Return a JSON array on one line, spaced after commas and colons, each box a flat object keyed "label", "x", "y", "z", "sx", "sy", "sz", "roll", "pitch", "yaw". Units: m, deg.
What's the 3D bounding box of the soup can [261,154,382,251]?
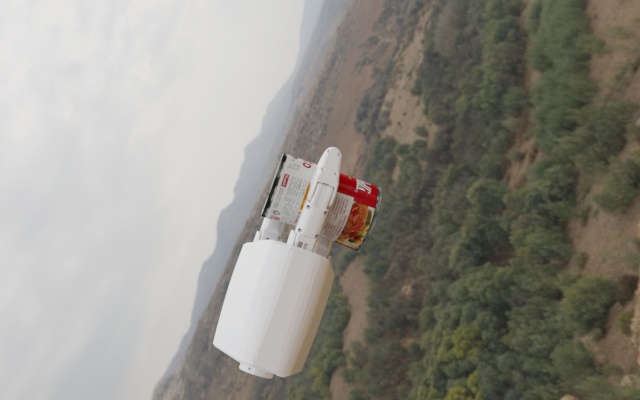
[{"label": "soup can", "x": 0.000, "y": 0.001, "z": 0.472, "sx": 0.102, "sy": 0.068, "sz": 0.068, "roll": 20, "pitch": -3, "yaw": -7}]
